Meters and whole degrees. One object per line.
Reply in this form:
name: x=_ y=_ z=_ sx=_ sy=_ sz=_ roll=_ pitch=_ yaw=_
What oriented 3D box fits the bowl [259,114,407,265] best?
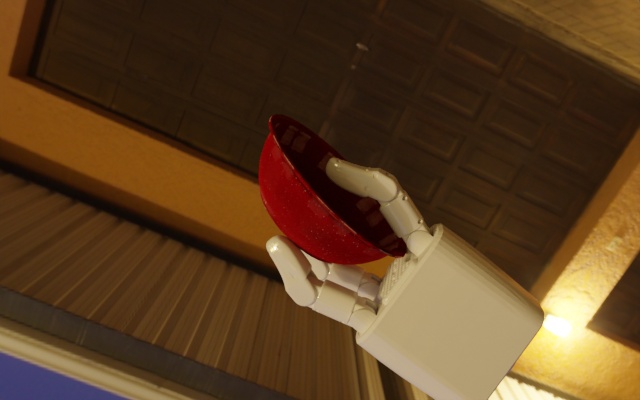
bowl: x=-0.001 y=0.001 z=0.414 sx=0.055 sy=0.162 sz=0.162 roll=-43 pitch=-15 yaw=17
